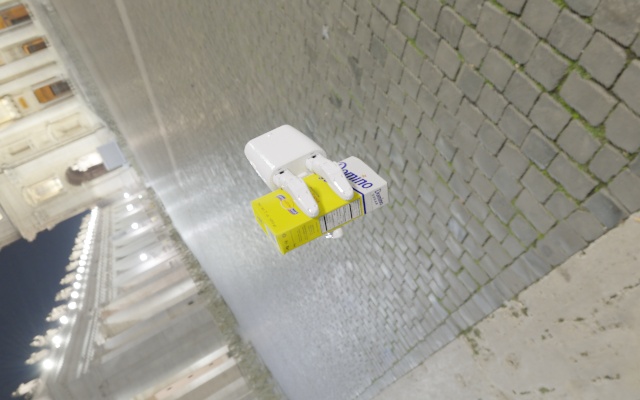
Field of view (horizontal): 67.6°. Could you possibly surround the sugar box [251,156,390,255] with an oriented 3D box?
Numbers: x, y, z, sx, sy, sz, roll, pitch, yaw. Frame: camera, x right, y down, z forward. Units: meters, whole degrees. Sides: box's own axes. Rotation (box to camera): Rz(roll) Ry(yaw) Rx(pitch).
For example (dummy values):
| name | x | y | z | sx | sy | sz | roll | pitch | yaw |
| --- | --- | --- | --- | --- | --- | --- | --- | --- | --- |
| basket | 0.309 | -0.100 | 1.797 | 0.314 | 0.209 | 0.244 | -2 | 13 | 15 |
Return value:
| name | x | y | z | sx | sy | sz | roll | pitch | yaw |
| --- | --- | --- | --- | --- | --- | --- | --- | --- | --- |
| sugar box | 0.000 | 0.002 | 0.681 | 0.176 | 0.048 | 0.093 | -28 | 42 | -15 |
